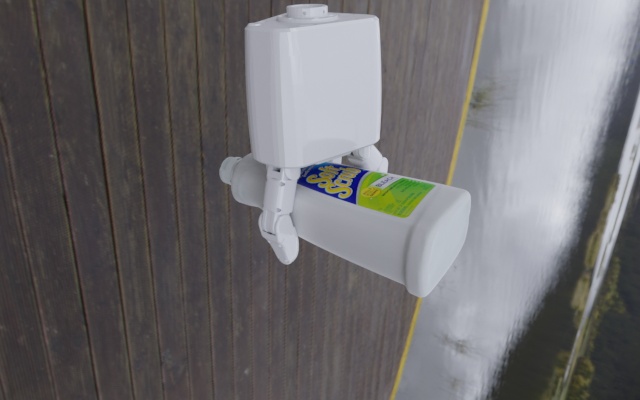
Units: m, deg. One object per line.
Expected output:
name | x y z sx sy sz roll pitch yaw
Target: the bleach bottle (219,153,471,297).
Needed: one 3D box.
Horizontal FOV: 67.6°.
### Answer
bleach bottle | 0.000 0.001 0.442 0.251 0.068 0.102 17 34 31
